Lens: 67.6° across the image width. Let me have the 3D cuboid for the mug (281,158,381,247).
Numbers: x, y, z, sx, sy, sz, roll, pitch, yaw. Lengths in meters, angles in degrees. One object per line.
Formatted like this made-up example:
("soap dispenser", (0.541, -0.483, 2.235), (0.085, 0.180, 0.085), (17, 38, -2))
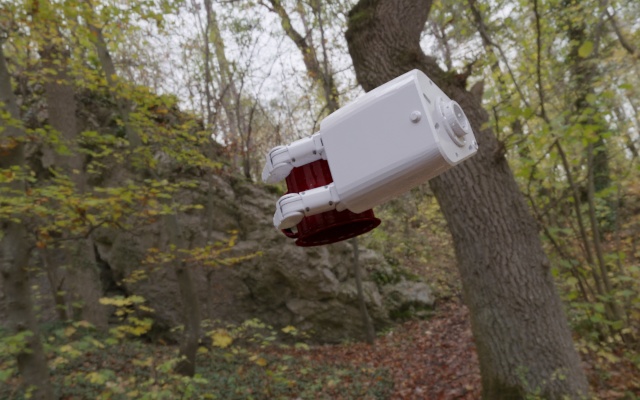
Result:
("mug", (-0.001, 0.002, 0.517), (0.117, 0.081, 0.093), (-25, -18, 33))
